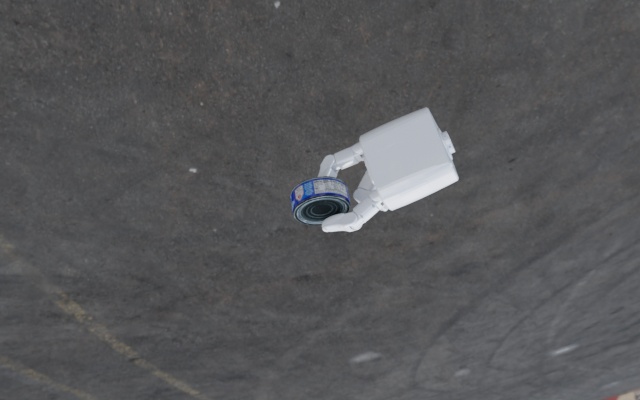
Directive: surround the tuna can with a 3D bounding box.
[{"bbox_3d":[0.000,0.003,0.695,0.086,0.033,0.086,-7,-31,-4],"label":"tuna can"}]
